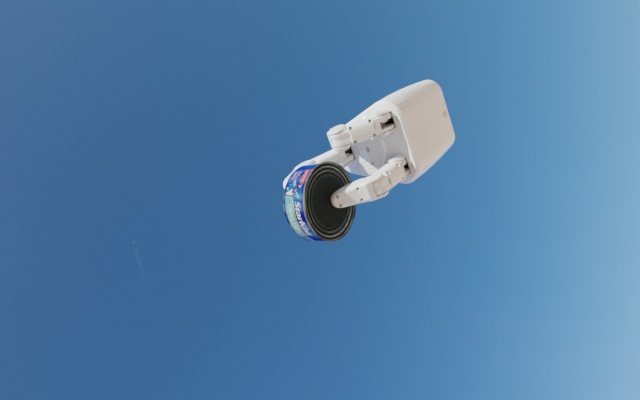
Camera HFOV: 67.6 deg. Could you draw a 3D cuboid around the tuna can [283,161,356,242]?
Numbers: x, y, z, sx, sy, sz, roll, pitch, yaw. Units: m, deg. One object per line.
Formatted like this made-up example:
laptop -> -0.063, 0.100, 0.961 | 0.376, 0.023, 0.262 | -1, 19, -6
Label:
tuna can -> 0.000, 0.002, 0.518 | 0.034, 0.086, 0.086 | -3, -2, 41
